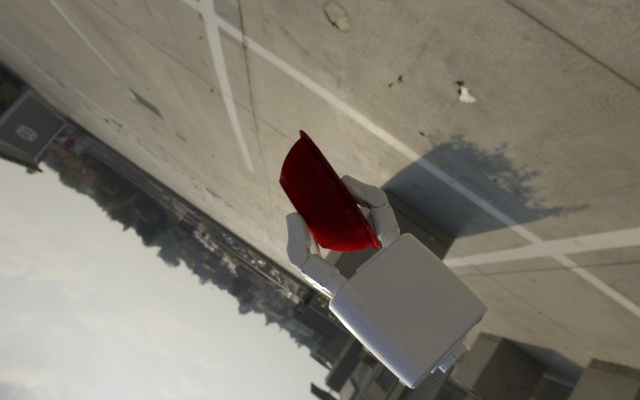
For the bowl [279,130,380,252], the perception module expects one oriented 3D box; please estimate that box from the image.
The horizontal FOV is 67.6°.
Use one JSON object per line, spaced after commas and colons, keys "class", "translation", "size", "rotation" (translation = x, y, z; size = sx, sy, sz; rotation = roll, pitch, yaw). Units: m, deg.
{"class": "bowl", "translation": [-0.001, 0.001, 0.544], "size": [0.055, 0.162, 0.162], "rotation": [-33, 1, -1]}
